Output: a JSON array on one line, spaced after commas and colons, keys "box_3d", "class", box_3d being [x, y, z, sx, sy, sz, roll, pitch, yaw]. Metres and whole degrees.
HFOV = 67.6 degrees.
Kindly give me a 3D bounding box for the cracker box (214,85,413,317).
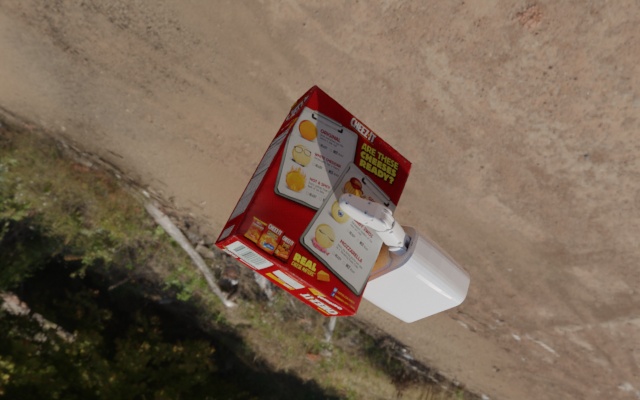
[{"box_3d": [0.000, 0.002, 0.557, 0.164, 0.213, 0.072, 36, -30, -20], "class": "cracker box"}]
